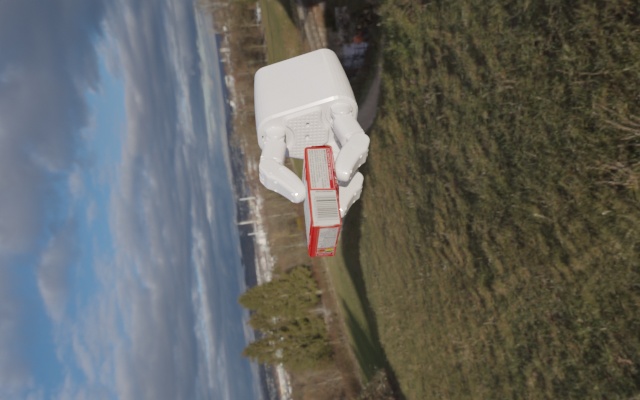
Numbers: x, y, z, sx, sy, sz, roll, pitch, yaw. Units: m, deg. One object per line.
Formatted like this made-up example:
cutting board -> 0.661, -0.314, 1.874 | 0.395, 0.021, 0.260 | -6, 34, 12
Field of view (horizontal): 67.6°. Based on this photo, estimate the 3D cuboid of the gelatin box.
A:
gelatin box -> 0.000, 0.002, 0.473 | 0.030, 0.089, 0.073 | -3, -29, -6
